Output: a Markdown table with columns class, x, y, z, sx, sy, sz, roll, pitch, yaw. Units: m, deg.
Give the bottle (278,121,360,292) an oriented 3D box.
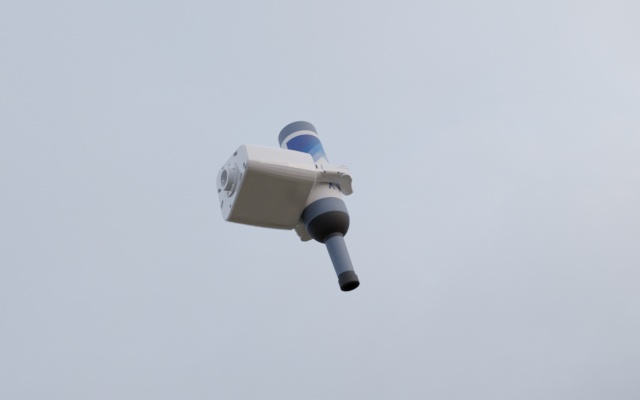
| class | x | y | z | sx | sy | sz | roll | pitch | yaw |
| --- | --- | --- | --- | --- | --- | --- | --- | --- | --- |
| bottle | 0.000 | 0.002 | 0.717 | 0.069 | 0.295 | 0.069 | -12 | -37 | -10 |
